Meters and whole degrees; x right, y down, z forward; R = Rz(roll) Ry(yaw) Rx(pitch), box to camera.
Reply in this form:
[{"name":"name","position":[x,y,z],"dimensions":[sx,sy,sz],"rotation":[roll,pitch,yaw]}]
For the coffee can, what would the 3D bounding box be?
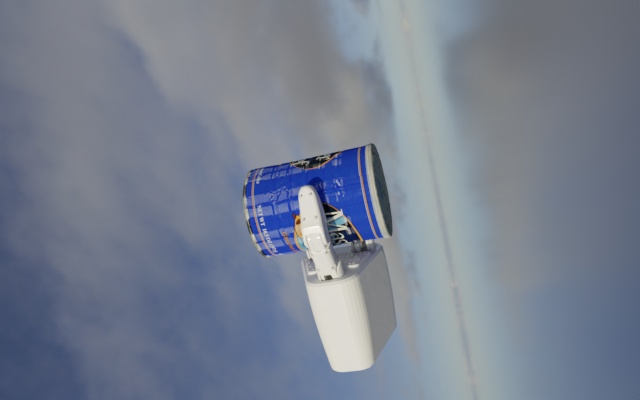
[{"name":"coffee can","position":[0.000,0.002,0.527],"dimensions":[0.140,0.103,0.103],"rotation":[-11,-3,14]}]
